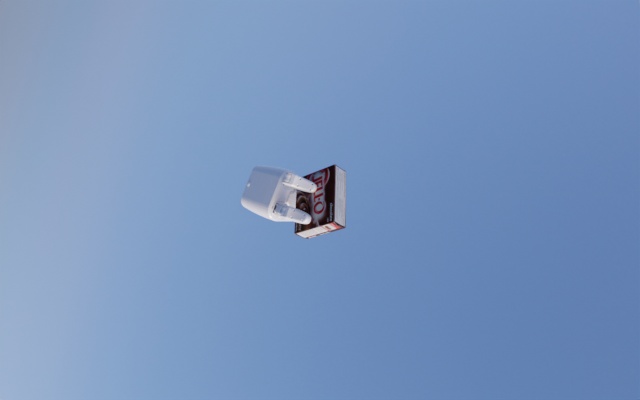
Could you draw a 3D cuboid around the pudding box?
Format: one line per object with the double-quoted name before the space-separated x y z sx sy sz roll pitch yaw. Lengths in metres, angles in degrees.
"pudding box" 0.000 0.003 0.835 0.090 0.113 0.039 -19 -30 37
